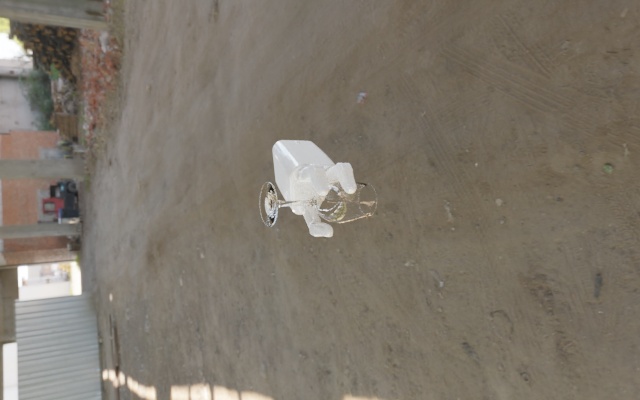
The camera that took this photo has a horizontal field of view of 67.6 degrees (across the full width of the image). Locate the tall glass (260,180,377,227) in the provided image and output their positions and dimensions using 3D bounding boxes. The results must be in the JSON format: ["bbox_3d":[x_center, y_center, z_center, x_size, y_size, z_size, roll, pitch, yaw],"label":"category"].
[{"bbox_3d":[0.000,0.003,0.837,0.201,0.079,0.079,-2,1,-29],"label":"tall glass"}]
